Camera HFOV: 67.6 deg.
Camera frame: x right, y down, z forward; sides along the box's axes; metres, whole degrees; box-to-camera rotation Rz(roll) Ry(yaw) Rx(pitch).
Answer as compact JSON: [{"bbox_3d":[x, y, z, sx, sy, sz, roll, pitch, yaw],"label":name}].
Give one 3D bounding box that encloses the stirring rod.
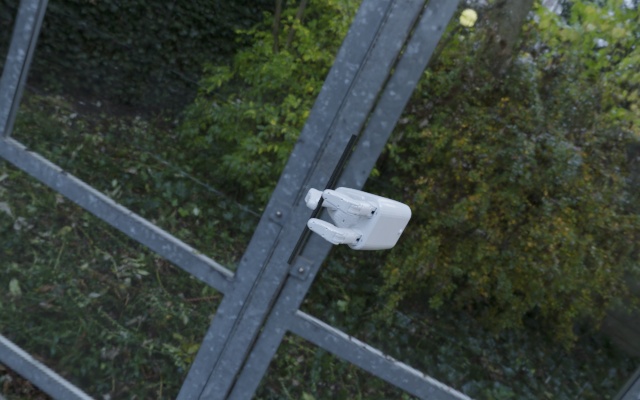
[{"bbox_3d":[0.000,0.003,0.769,0.011,0.239,0.011,25,16,-8],"label":"stirring rod"}]
